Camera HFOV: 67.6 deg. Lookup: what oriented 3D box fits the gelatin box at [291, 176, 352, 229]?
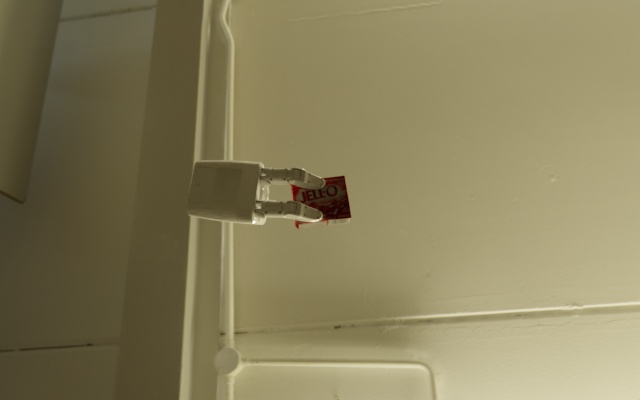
[{"bbox_3d":[0.000,0.003,0.760,0.089,0.073,0.030,-6,-21,-5],"label":"gelatin box"}]
